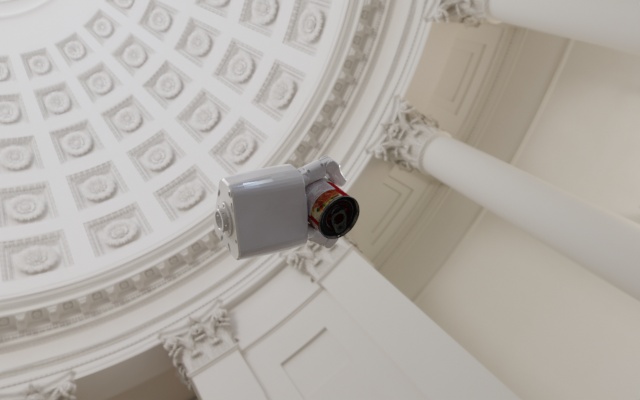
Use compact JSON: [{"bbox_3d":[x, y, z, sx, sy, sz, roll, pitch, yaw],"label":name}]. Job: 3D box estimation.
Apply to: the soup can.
[{"bbox_3d":[0.000,0.002,0.698,0.068,0.068,0.102,0,26,-37],"label":"soup can"}]
